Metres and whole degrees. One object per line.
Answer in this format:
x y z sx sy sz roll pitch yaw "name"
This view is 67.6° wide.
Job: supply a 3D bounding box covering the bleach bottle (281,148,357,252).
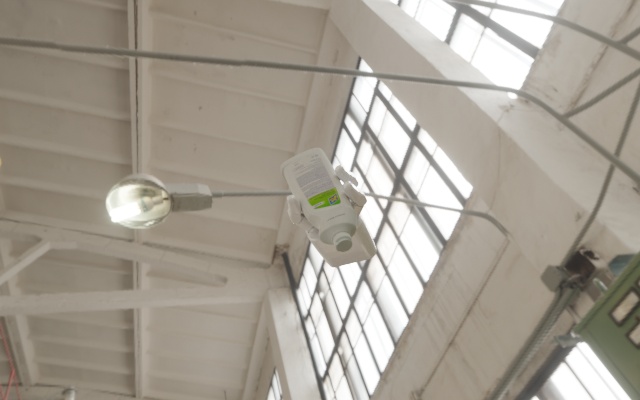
0.000 0.003 0.890 0.102 0.068 0.250 -26 42 3 "bleach bottle"
